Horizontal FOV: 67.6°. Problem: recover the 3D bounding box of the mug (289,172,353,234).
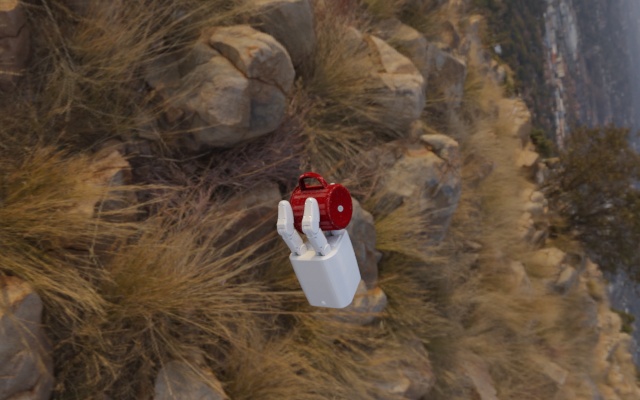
[{"bbox_3d":[0.000,0.001,0.845,0.081,0.117,0.093,-4,25,37],"label":"mug"}]
